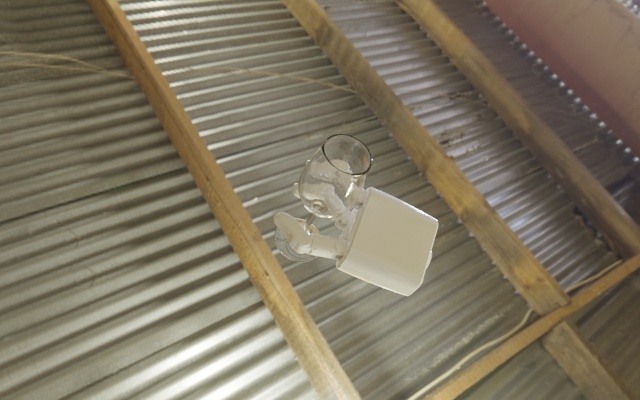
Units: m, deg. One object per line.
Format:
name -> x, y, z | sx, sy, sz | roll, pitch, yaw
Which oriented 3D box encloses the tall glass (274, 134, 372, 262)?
tall glass -> 0.000, 0.002, 0.626 | 0.079, 0.079, 0.201 | 0, -34, -22
